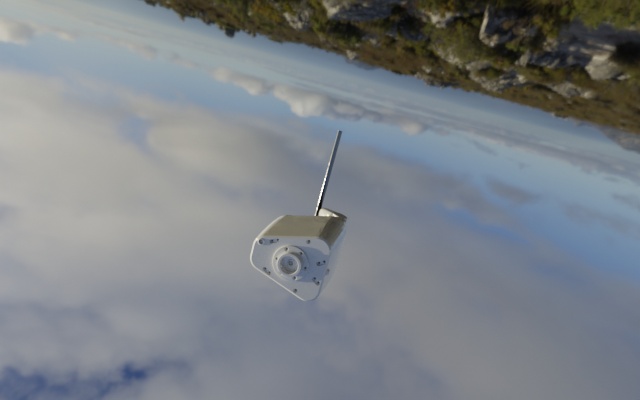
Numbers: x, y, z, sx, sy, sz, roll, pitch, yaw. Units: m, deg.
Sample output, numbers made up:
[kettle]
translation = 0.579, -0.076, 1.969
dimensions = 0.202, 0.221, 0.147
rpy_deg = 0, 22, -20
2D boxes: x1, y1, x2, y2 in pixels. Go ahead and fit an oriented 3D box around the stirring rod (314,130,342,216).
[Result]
[stirring rod]
translation = 0.000, 0.002, 0.785
dimensions = 0.011, 0.239, 0.011
rpy_deg = 14, 14, -4
